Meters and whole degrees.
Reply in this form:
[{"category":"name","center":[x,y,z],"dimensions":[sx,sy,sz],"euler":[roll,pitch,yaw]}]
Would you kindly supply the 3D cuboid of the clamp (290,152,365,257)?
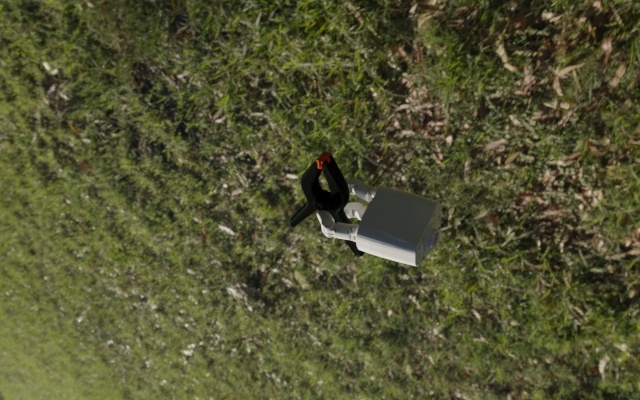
[{"category":"clamp","center":[0.000,0.003,0.862],"dimensions":[0.164,0.210,0.036],"euler":[16,44,29]}]
